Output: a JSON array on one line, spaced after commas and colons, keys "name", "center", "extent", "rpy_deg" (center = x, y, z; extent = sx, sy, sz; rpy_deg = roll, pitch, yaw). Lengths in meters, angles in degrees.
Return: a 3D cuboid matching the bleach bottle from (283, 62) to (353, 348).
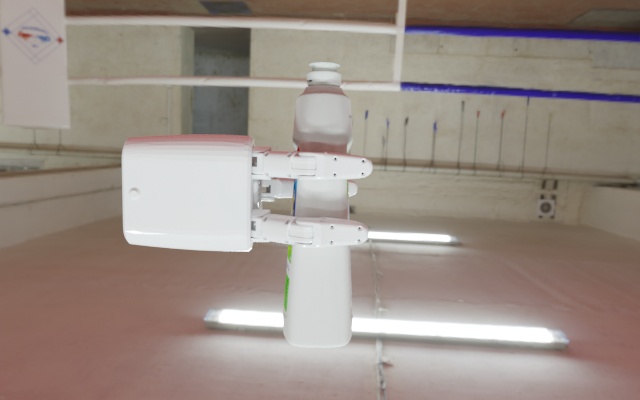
[{"name": "bleach bottle", "center": [0.000, 0.002, 0.452], "extent": [0.068, 0.251, 0.102], "rpy_deg": [1, 6, -2]}]
